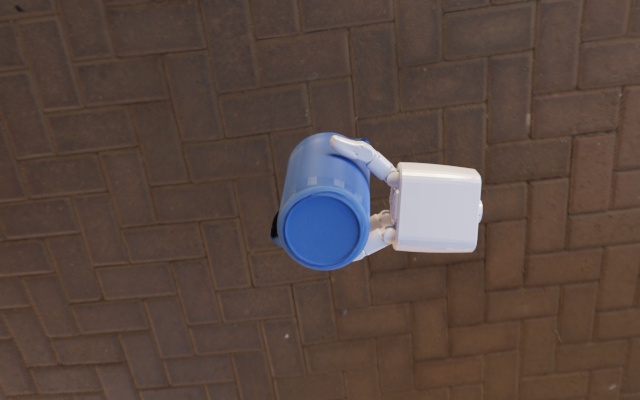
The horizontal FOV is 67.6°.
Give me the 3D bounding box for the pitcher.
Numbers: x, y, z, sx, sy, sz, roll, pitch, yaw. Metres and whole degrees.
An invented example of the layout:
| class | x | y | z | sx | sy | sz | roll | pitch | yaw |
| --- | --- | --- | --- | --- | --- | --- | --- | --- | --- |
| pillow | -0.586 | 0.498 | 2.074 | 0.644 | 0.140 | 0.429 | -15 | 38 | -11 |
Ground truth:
| class | x | y | z | sx | sy | sz | roll | pitch | yaw |
| --- | --- | --- | --- | --- | --- | --- | --- | --- | --- |
| pitcher | 0.000 | 0.002 | 0.657 | 0.145 | 0.149 | 0.242 | 5 | 20 | 1 |
